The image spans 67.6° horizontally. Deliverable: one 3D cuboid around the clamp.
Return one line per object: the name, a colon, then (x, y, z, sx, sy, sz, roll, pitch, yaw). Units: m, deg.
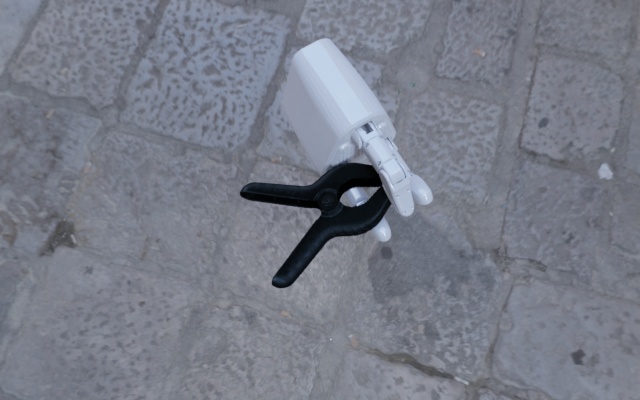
clamp: (0.000, 0.001, 0.501, 0.171, 0.120, 0.039, -30, -17, -7)
